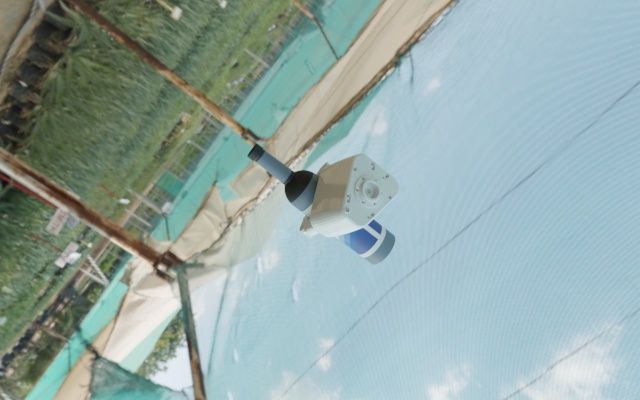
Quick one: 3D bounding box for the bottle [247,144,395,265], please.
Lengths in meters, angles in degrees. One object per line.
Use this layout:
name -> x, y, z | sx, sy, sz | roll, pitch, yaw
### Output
bottle -> 0.000, 0.003, 0.824 | 0.296, 0.069, 0.069 | 37, -12, -16
